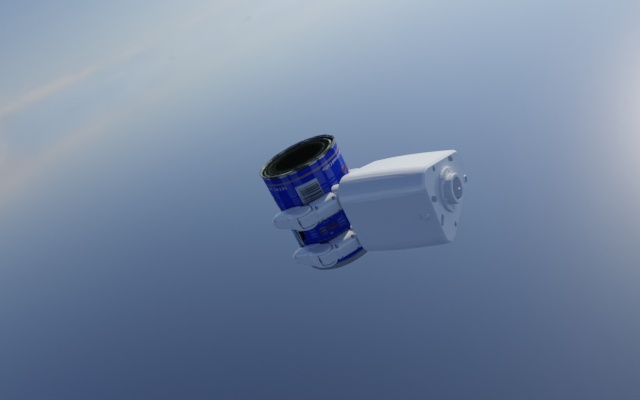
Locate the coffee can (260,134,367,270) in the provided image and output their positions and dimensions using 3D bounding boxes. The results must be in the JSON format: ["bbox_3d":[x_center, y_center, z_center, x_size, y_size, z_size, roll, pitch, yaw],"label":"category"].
[{"bbox_3d":[0.000,0.002,0.609,0.103,0.140,0.102,-23,23,10],"label":"coffee can"}]
